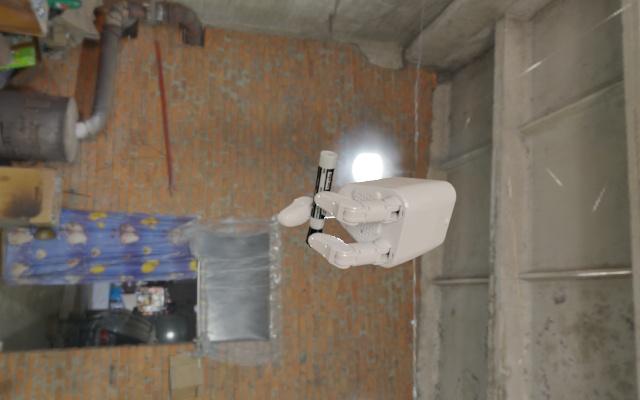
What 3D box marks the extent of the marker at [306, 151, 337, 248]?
[{"bbox_3d":[0.000,0.002,0.556,0.020,0.121,0.020,8,24,-4],"label":"marker"}]
